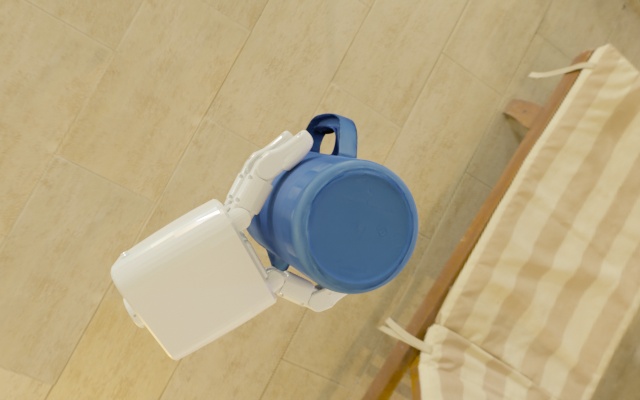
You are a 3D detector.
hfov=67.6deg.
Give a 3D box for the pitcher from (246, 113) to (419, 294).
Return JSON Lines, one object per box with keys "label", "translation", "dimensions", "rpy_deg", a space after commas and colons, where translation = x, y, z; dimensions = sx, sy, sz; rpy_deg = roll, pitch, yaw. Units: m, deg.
{"label": "pitcher", "translation": [0.000, 0.002, 0.483], "dimensions": [0.145, 0.149, 0.243], "rpy_deg": [-30, 12, -12]}
